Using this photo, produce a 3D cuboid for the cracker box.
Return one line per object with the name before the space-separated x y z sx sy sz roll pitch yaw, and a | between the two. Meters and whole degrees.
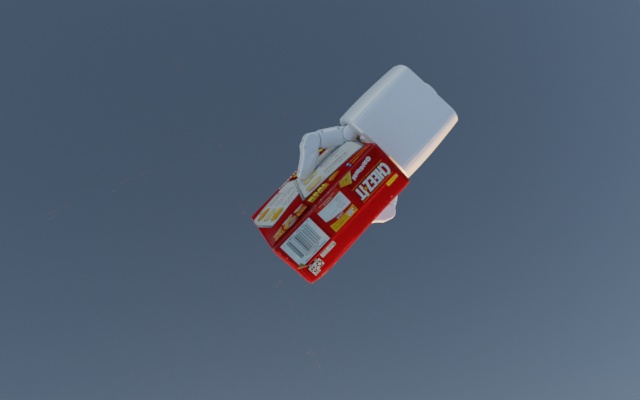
cracker box | 0.000 0.002 0.621 0.072 0.164 0.213 45 -5 -15
